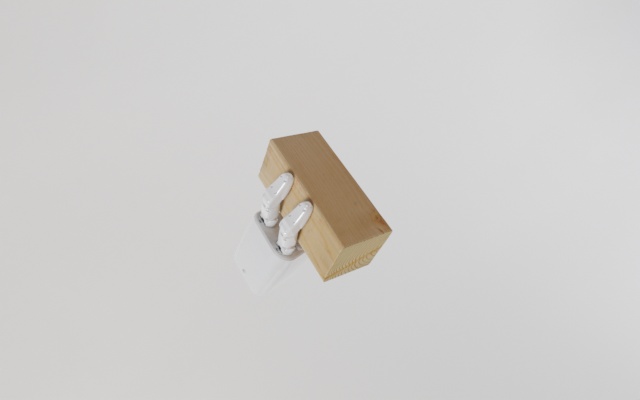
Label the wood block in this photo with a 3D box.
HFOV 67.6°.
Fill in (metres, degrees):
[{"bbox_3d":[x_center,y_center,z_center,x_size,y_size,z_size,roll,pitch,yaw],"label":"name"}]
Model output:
[{"bbox_3d":[0.000,0.003,0.710,0.091,0.206,0.090,-16,-32,-33],"label":"wood block"}]
